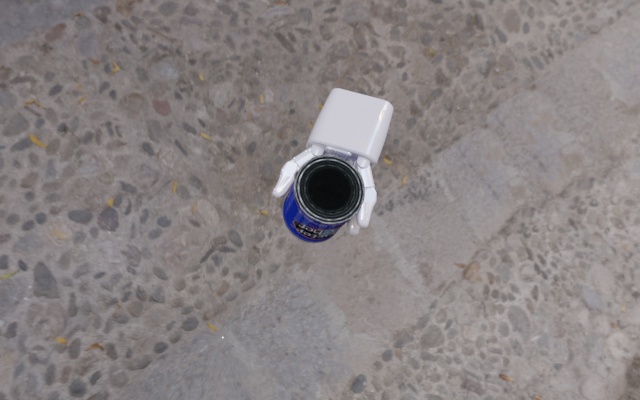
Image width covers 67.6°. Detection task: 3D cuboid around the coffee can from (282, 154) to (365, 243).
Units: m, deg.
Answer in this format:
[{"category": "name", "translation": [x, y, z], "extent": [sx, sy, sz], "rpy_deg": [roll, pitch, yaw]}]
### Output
[{"category": "coffee can", "translation": [0.000, 0.003, 0.731], "extent": [0.103, 0.102, 0.140], "rpy_deg": [0, -16, -12]}]
